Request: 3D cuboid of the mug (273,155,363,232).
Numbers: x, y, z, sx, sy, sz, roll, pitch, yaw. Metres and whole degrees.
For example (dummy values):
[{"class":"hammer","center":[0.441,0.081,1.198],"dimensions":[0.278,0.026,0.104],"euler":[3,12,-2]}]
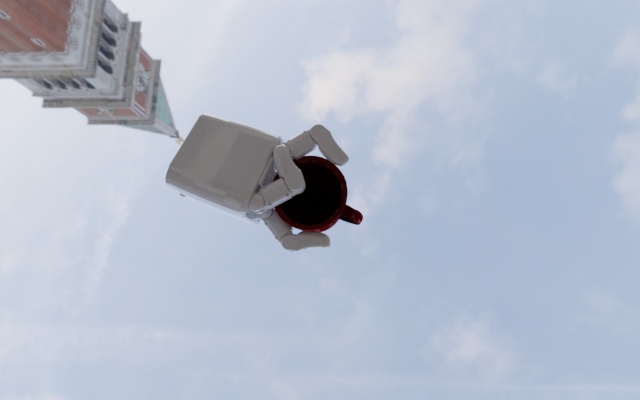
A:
[{"class":"mug","center":[0.001,0.002,0.614],"dimensions":[0.117,0.093,0.081],"euler":[21,-9,7]}]
